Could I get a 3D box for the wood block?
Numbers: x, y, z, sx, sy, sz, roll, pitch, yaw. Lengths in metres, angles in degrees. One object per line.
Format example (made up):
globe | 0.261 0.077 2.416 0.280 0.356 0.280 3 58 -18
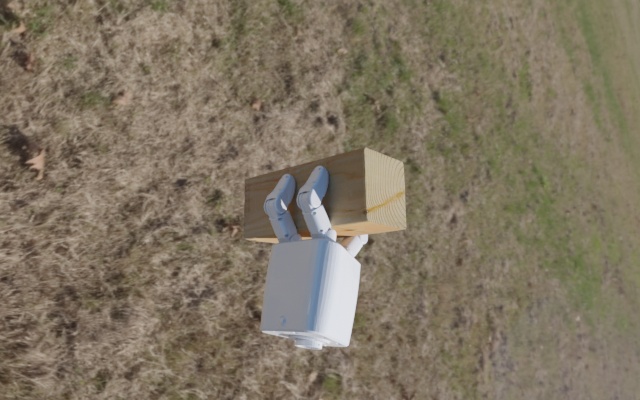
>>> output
wood block | 0.000 0.002 0.635 0.206 0.090 0.091 -11 -15 38
